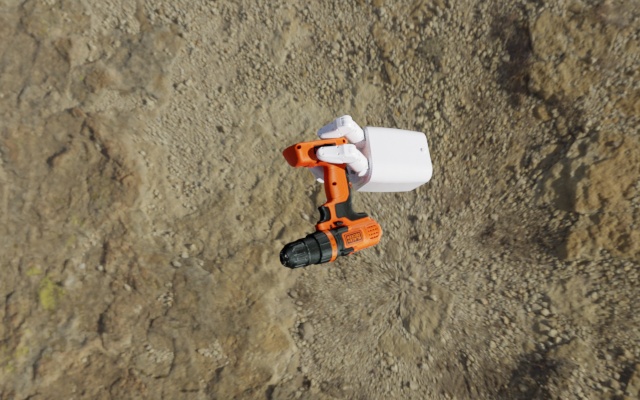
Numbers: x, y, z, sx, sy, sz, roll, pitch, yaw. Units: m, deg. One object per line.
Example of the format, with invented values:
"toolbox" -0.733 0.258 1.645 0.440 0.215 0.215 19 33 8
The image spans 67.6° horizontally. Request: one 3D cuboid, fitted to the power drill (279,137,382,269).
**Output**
"power drill" 0.000 0.002 0.746 0.184 0.187 0.057 -13 -1 -35
